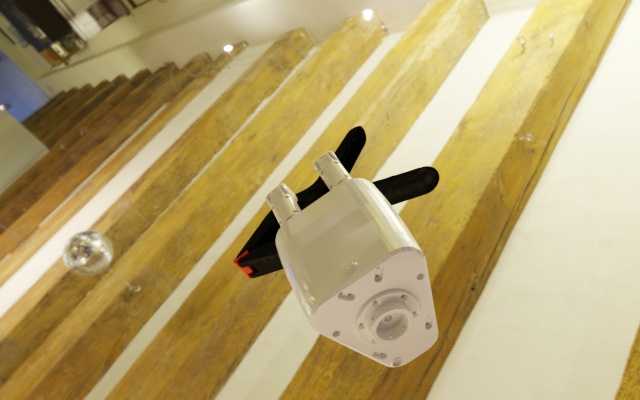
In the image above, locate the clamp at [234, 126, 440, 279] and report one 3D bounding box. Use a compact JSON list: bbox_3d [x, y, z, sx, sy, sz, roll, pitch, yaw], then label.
[{"bbox_3d":[0.000,0.003,0.496,0.210,0.036,0.164,-35,30,3],"label":"clamp"}]
